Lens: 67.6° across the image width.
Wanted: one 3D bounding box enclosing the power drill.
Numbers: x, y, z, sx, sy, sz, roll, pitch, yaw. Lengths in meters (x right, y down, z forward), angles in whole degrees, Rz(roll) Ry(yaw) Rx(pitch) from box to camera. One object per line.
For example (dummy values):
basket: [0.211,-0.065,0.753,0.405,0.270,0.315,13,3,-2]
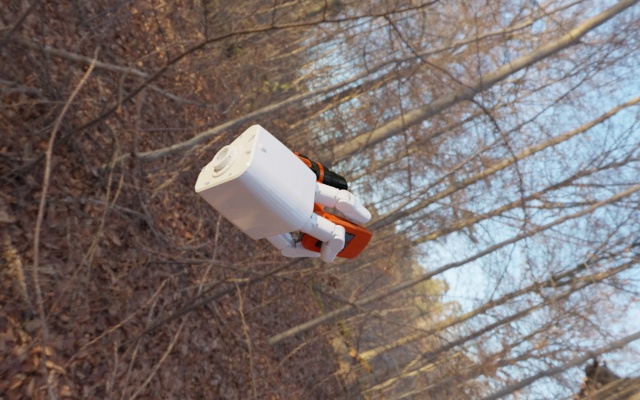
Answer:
power drill: [0.000,0.003,0.715,0.184,0.057,0.187,15,28,-39]
